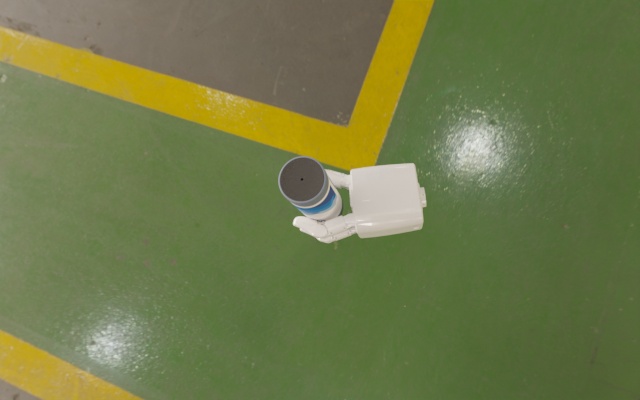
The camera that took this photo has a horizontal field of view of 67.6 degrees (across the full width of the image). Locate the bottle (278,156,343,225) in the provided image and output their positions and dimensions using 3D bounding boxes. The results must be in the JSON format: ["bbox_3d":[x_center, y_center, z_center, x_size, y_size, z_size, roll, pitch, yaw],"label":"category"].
[{"bbox_3d":[0.000,0.003,0.787,0.069,0.069,0.296,0,-12,10],"label":"bottle"}]
